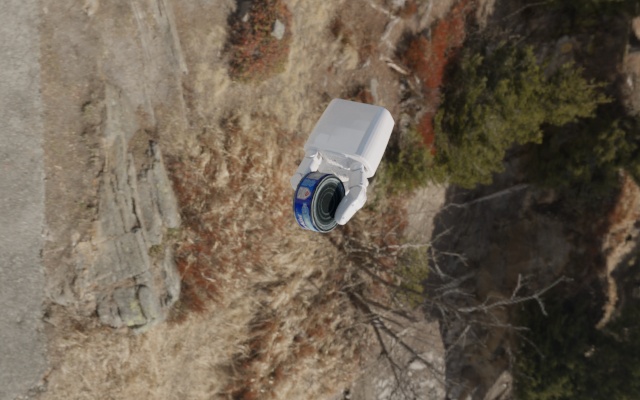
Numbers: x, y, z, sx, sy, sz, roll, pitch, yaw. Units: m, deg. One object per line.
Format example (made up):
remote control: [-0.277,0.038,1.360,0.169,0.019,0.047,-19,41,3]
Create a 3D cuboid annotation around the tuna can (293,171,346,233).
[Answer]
tuna can: [0.001,0.002,0.683,0.034,0.086,0.086,11,7,36]
